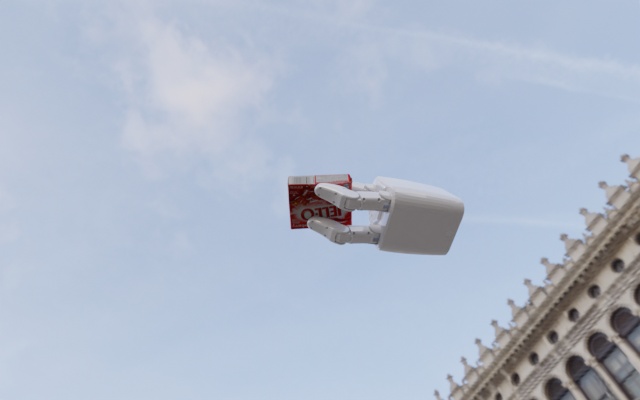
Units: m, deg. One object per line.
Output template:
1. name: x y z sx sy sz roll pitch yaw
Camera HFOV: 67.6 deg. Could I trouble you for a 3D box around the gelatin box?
1. gelatin box: 0.000 0.002 0.671 0.089 0.073 0.030 -2 30 0
